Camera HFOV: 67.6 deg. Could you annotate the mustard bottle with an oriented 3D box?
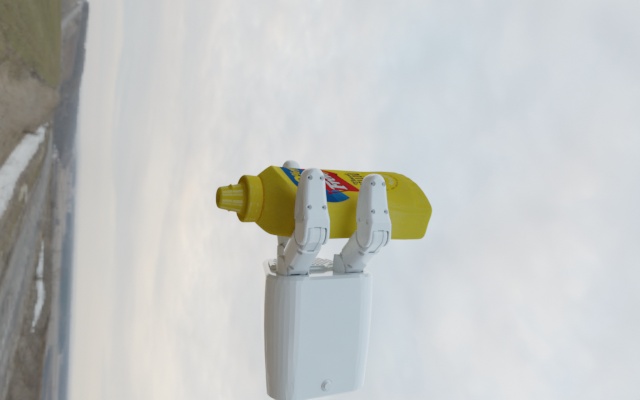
[{"bbox_3d":[0.000,0.001,0.439,0.191,0.058,0.096,2,25,-26],"label":"mustard bottle"}]
